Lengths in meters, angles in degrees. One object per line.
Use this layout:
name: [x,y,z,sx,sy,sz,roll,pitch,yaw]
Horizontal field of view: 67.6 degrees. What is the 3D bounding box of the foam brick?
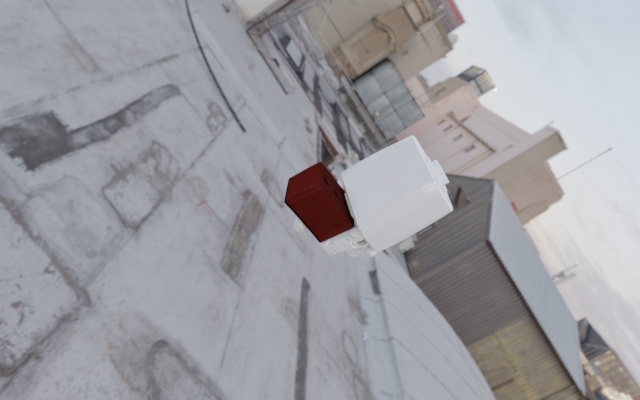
foam brick: [0.000,0.002,0.590,0.051,0.078,0.053,-27,33,21]
